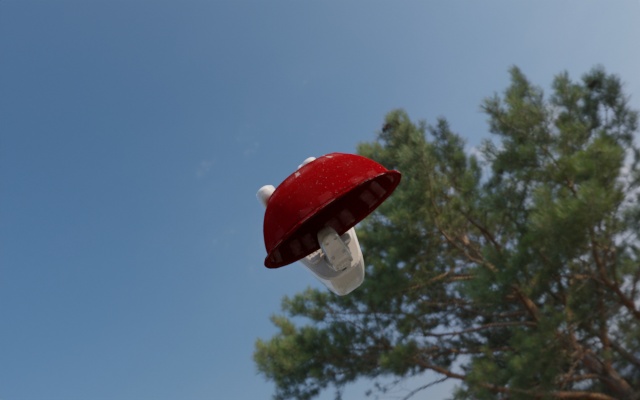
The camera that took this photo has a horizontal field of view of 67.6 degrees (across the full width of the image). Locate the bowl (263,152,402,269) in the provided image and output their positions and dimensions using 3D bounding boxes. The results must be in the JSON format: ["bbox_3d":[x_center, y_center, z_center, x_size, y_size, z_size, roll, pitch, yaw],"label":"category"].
[{"bbox_3d":[0.000,0.001,0.479,0.162,0.055,0.162,-32,-14,-9],"label":"bowl"}]
